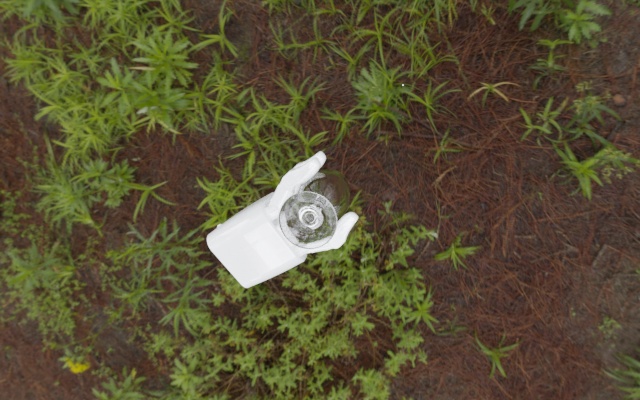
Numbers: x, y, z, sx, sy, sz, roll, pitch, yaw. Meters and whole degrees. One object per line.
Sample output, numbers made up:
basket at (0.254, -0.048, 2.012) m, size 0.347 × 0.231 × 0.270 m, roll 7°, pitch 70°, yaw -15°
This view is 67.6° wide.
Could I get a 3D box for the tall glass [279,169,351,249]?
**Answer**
tall glass at (0.000, 0.002, 0.685) m, size 0.079 × 0.079 × 0.201 m, roll 0°, pitch 14°, yaw 10°
